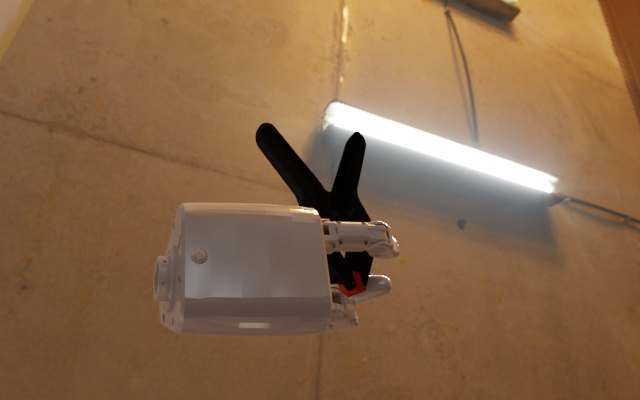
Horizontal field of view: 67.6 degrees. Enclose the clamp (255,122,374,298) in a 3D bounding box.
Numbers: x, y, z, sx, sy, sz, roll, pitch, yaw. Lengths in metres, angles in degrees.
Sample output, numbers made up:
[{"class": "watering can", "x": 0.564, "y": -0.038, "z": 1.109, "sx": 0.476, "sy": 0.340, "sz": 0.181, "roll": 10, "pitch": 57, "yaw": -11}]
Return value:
[{"class": "clamp", "x": 0.000, "y": 0.002, "z": 0.435, "sx": 0.120, "sy": 0.171, "sz": 0.039, "roll": 5, "pitch": -28, "yaw": -25}]
